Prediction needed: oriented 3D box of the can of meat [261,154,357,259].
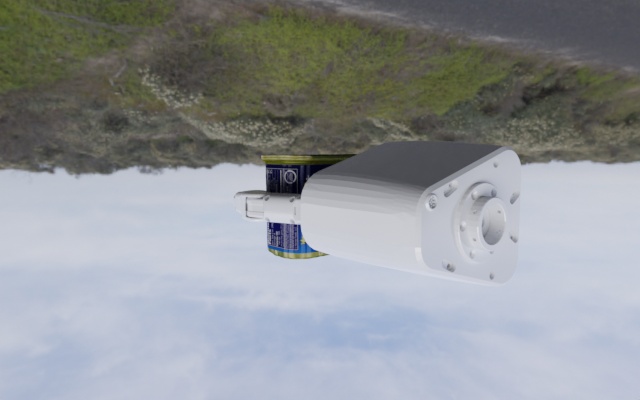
[{"bbox_3d":[0.000,0.002,0.419,0.102,0.084,0.057,-6,8,-41],"label":"can of meat"}]
